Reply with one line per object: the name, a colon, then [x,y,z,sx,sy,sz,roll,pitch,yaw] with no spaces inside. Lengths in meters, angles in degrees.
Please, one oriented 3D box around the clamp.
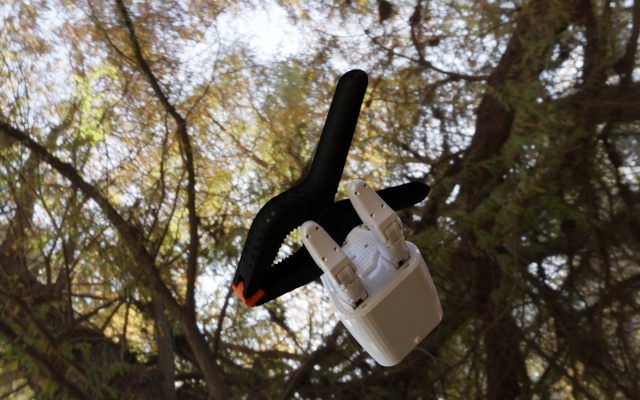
clamp: [-0.001,0.002,0.417,0.210,0.165,0.036,-41,39,-12]
